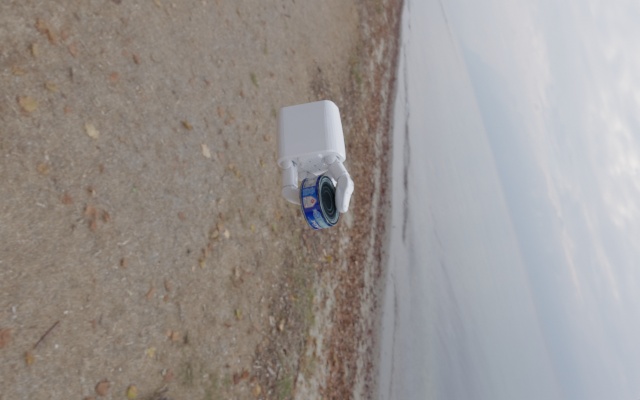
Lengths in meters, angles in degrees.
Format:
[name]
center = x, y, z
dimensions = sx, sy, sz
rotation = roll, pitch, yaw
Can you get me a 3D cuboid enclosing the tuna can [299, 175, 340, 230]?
[tuna can]
center = 0.001, 0.002, 0.767
dimensions = 0.034, 0.086, 0.086
rotation = -11, -4, 22
